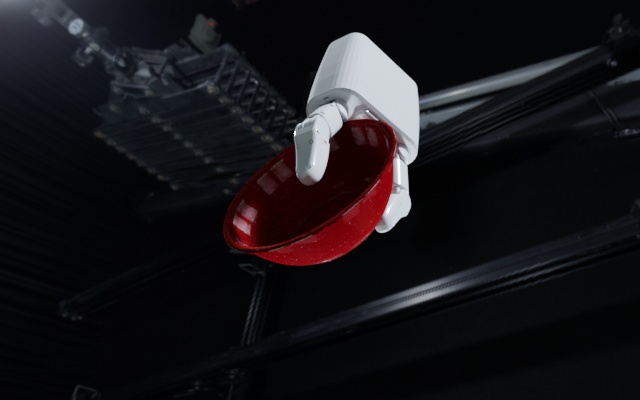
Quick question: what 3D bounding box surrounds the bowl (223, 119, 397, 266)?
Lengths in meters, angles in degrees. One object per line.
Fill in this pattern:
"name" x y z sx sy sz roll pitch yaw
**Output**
"bowl" 0.000 0.003 0.400 0.162 0.055 0.162 -25 29 15
